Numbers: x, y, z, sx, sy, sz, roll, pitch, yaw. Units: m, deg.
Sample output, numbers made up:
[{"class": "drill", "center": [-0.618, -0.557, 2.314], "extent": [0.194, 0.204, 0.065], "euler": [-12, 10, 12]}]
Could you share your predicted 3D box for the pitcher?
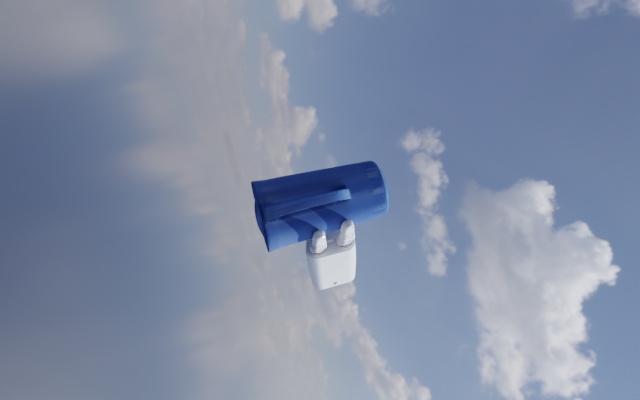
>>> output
[{"class": "pitcher", "center": [0.000, 0.003, 0.880], "extent": [0.243, 0.145, 0.149], "euler": [-14, 41, -9]}]
